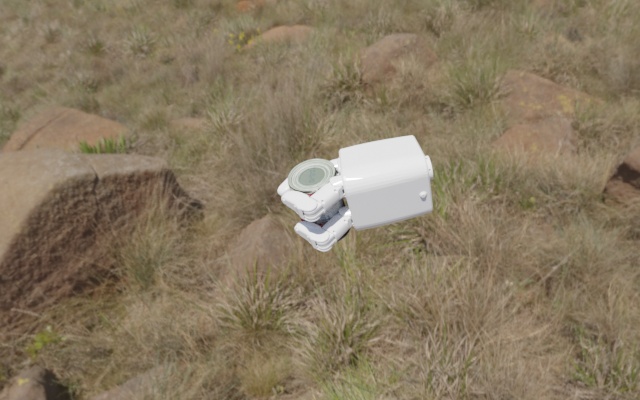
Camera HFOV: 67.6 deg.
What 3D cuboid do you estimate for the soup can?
[{"bbox_3d":[0.000,0.002,0.654,0.068,0.102,0.068,-10,42,9],"label":"soup can"}]
